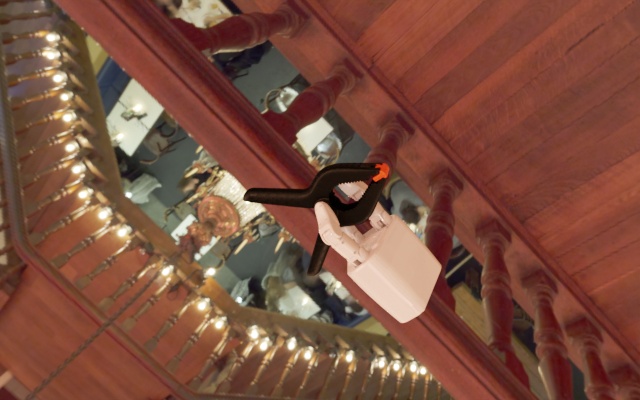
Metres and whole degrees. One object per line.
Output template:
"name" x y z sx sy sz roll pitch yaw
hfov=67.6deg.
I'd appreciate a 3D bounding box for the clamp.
"clamp" 0.000 0.002 0.667 0.210 0.164 0.036 -40 12 30
